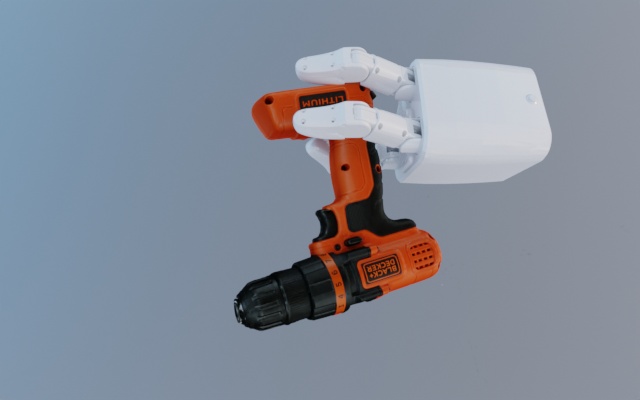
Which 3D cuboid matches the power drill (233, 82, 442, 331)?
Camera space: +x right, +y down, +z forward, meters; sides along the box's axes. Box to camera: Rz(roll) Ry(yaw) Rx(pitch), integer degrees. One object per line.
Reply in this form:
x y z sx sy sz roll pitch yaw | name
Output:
0.000 0.001 0.406 0.184 0.187 0.057 -13 -4 -23 | power drill
